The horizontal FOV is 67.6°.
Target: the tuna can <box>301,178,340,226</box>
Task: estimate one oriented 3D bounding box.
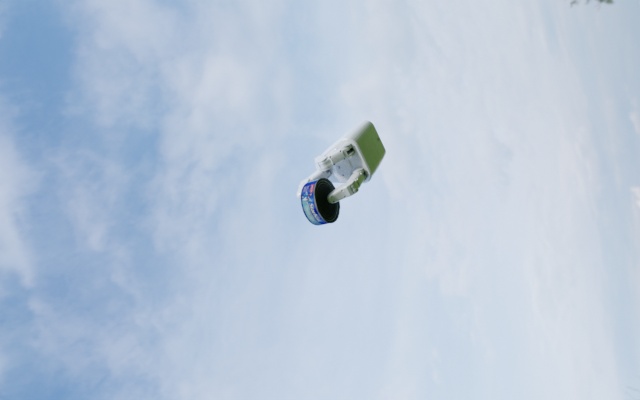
[{"bbox_3d":[0.000,0.003,0.886,0.034,0.086,0.086,-13,-7,31],"label":"tuna can"}]
